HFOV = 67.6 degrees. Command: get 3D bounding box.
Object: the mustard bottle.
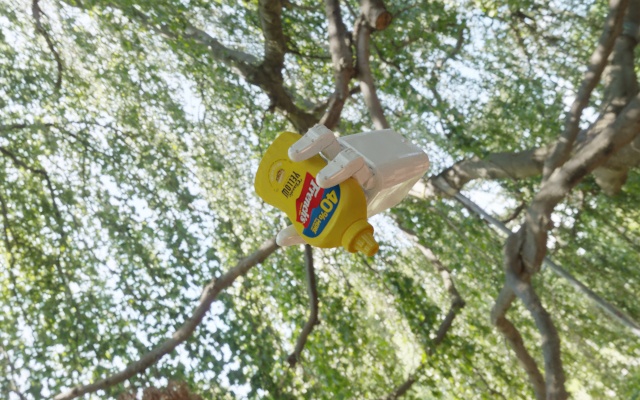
[{"bbox_3d":[0.000,0.002,0.580,0.191,0.096,0.058,42,19,32],"label":"mustard bottle"}]
